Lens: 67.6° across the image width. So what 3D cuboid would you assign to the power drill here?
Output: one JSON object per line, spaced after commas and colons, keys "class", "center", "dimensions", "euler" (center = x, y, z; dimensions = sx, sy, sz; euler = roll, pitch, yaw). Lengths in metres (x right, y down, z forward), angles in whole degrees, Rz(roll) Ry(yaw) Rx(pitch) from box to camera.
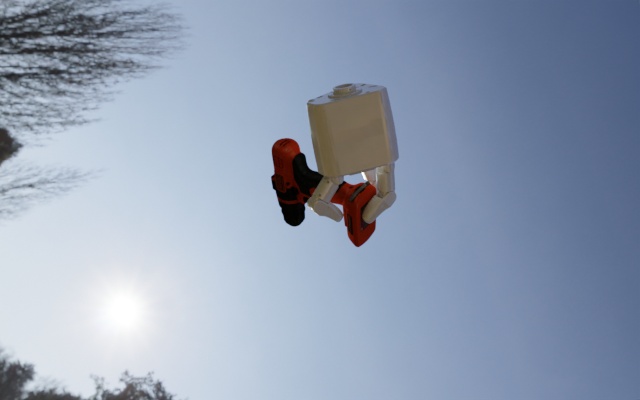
{"class": "power drill", "center": [0.000, 0.003, 0.782], "dimensions": [0.187, 0.185, 0.057], "euler": [26, 53, 28]}
